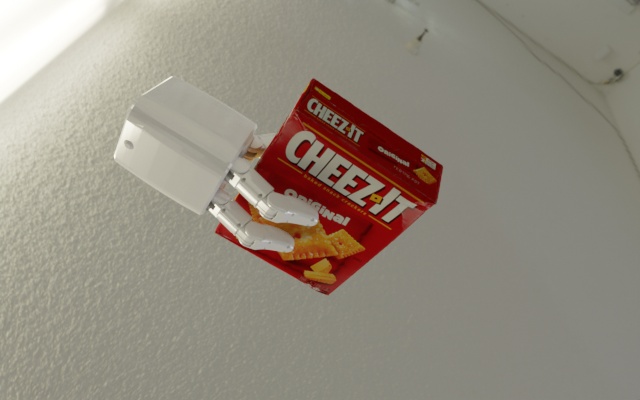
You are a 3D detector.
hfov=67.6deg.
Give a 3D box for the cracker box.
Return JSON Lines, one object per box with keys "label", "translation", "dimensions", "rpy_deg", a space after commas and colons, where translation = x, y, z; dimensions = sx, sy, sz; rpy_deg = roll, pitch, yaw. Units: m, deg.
{"label": "cracker box", "translation": [0.000, 0.002, 0.527], "dimensions": [0.164, 0.072, 0.214], "rpy_deg": [32, -46, -10]}
